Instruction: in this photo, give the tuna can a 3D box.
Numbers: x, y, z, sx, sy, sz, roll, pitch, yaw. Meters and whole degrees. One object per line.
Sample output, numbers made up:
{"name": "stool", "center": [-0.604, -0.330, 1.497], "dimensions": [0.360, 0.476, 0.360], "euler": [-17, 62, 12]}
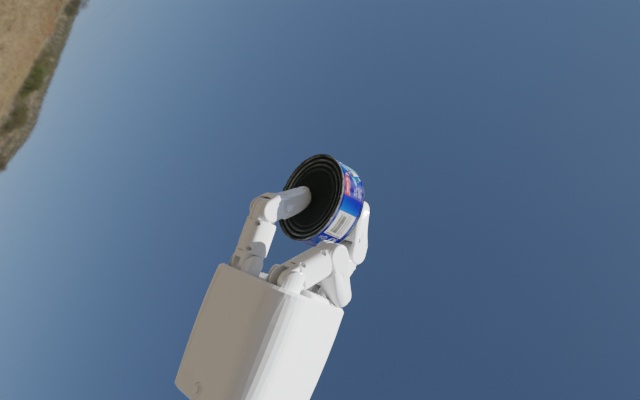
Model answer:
{"name": "tuna can", "center": [0.000, 0.002, 0.456], "dimensions": [0.034, 0.086, 0.086], "euler": [26, -17, -39]}
